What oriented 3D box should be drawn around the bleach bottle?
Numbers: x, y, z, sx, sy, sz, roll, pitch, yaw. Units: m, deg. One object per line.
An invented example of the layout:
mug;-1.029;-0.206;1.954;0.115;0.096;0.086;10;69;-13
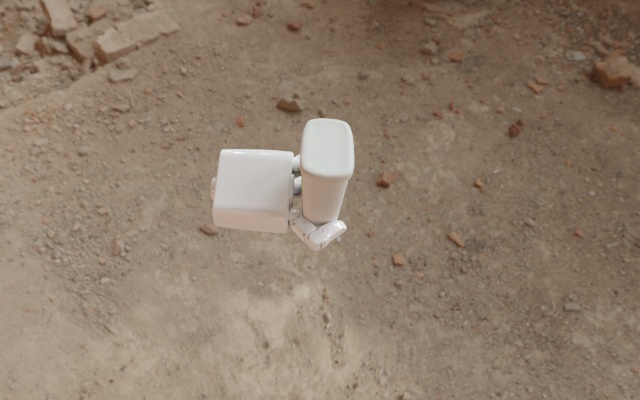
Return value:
bleach bottle;0.000;0.002;0.696;0.068;0.102;0.251;4;-36;-2
